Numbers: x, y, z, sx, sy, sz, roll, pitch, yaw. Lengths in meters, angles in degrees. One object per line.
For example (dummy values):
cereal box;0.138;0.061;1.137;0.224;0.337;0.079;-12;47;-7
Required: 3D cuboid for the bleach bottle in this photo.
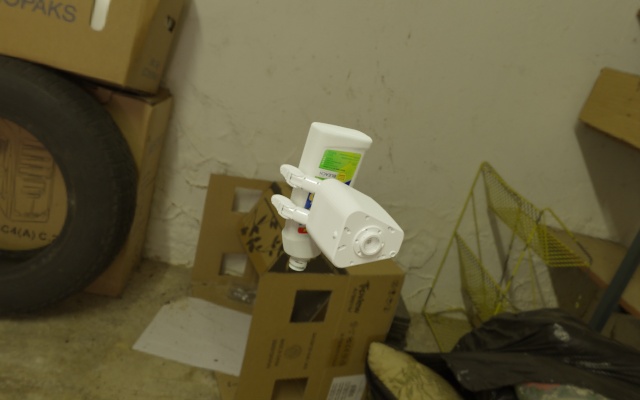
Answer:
bleach bottle;0.000;0.003;0.797;0.102;0.251;0.068;7;21;-25
